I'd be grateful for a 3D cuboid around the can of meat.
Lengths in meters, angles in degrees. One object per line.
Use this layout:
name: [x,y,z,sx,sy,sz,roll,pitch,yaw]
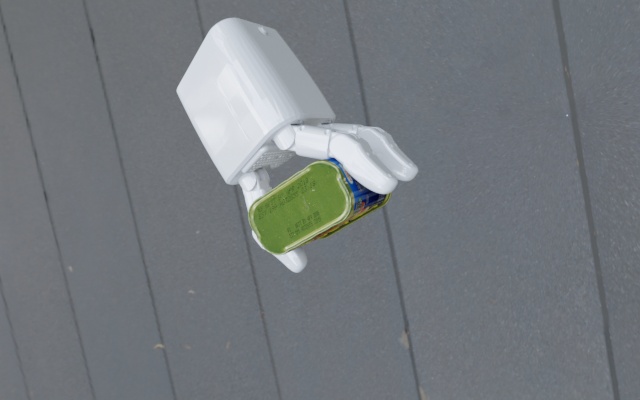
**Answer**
can of meat: [0.000,0.002,0.412,0.102,0.057,0.084,-32,-7,28]
